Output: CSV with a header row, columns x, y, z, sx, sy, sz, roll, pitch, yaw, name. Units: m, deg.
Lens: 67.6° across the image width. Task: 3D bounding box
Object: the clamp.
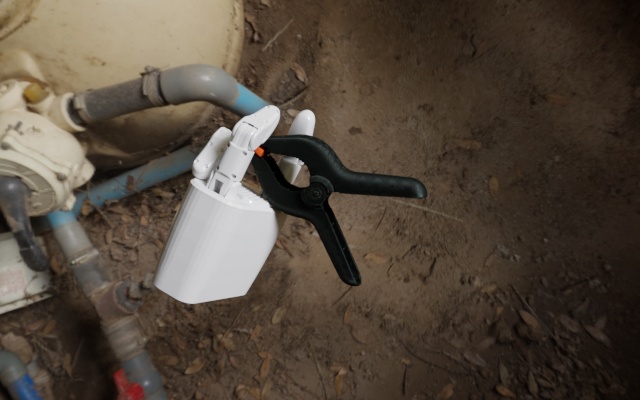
x,y,z,sx,sy,sz,roll,pitch,yaw,name
0.000,0.001,0.454,0.171,0.120,0.039,28,9,9,clamp
